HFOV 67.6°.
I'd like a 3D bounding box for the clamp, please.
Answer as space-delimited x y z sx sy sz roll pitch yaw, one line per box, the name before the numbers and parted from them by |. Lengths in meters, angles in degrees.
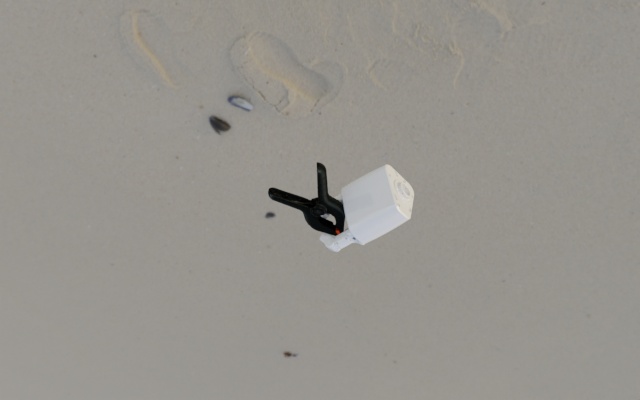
clamp | 0.000 0.003 0.893 0.120 0.039 0.171 -31 -54 31
